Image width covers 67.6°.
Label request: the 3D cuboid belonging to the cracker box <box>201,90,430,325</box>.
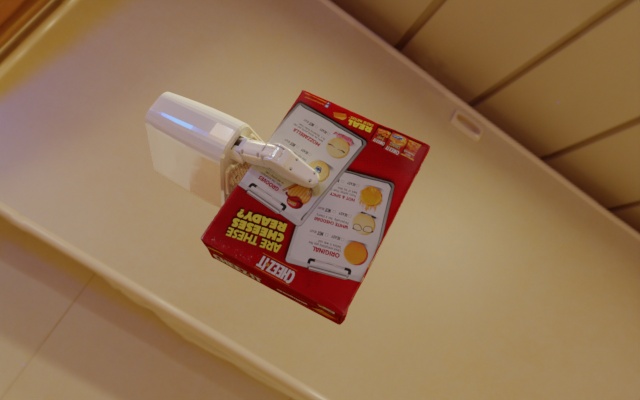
[{"bbox_3d":[0.000,0.002,0.528,0.164,0.213,0.072,26,-22,11],"label":"cracker box"}]
